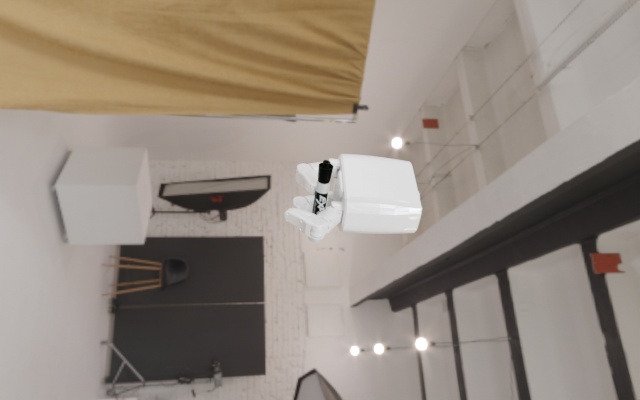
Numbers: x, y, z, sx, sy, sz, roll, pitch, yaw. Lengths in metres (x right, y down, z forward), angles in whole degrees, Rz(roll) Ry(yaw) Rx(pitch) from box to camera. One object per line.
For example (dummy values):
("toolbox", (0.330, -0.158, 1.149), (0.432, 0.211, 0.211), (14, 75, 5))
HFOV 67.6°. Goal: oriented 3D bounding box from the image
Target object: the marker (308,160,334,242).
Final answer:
("marker", (0.000, 0.002, 0.620), (0.020, 0.121, 0.020), (6, 33, -4))
